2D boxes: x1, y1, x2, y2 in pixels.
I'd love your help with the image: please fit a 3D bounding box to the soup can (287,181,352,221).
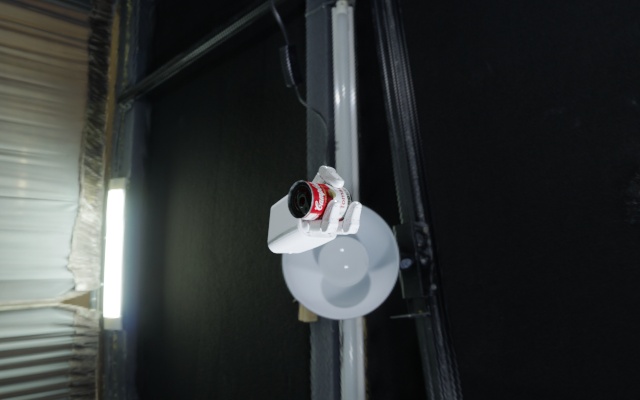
[{"bbox_3d":[0.001,0.003,0.871,0.102,0.068,0.068,6,-4,-43],"label":"soup can"}]
